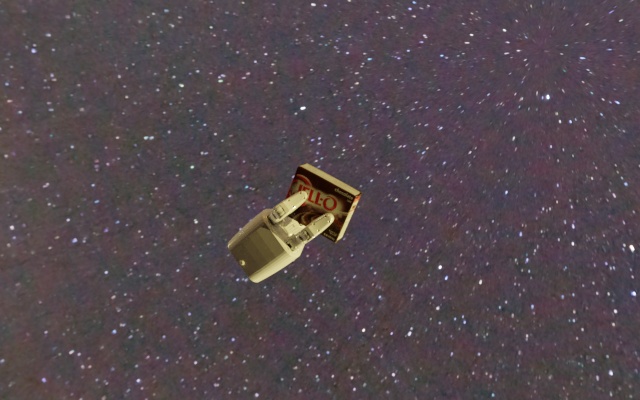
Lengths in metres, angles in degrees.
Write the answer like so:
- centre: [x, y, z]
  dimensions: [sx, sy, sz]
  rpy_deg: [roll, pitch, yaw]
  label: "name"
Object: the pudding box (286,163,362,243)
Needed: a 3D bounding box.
- centre: [0.000, 0.003, 0.789]
  dimensions: [0.113, 0.090, 0.039]
  rpy_deg: [28, 23, 13]
  label: "pudding box"
